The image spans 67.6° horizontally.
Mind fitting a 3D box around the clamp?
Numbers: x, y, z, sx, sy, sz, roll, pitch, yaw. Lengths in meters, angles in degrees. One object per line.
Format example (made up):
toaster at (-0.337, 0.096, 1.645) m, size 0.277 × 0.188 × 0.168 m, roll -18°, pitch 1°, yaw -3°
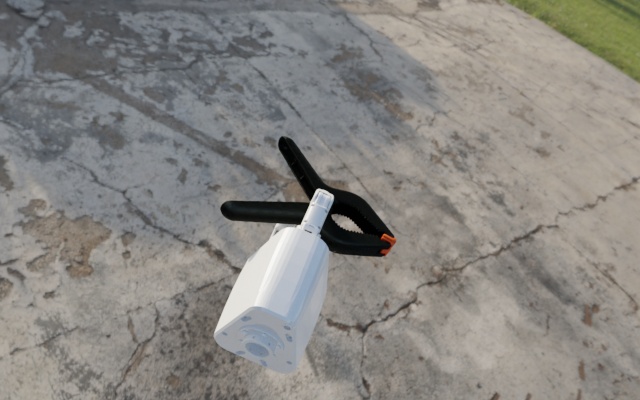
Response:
clamp at (0.001, 0.002, 0.609) m, size 0.210 × 0.164 × 0.036 m, roll 24°, pitch -43°, yaw -1°
